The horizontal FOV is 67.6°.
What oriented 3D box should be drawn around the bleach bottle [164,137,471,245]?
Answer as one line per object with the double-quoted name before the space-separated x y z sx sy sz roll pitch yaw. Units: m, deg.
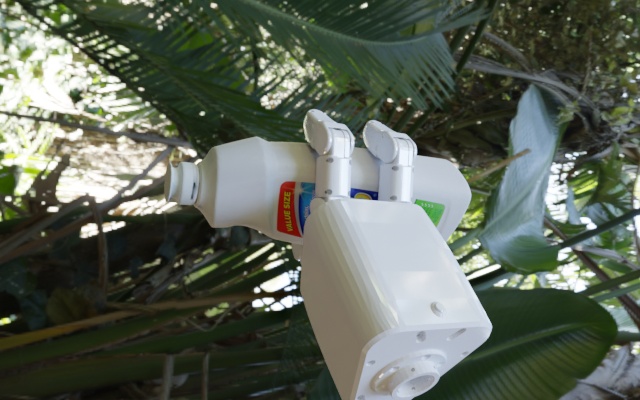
"bleach bottle" 0.000 0.001 0.400 0.251 0.103 0.068 4 41 -26
